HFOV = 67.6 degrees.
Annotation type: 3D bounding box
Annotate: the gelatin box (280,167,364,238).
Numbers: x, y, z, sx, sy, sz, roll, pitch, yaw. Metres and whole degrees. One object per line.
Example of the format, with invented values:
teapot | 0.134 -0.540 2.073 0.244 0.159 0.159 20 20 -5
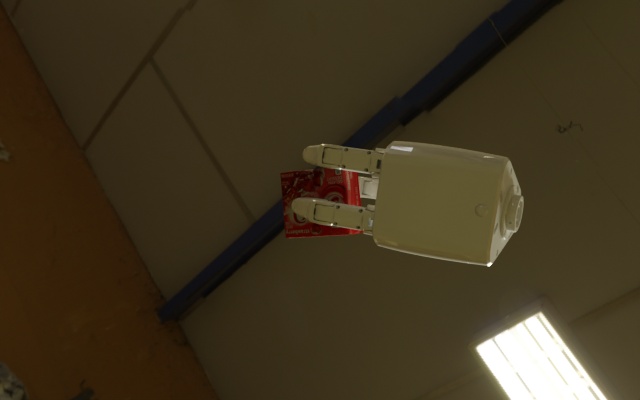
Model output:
gelatin box | 0.000 0.002 0.511 0.089 0.073 0.030 -5 0 37
